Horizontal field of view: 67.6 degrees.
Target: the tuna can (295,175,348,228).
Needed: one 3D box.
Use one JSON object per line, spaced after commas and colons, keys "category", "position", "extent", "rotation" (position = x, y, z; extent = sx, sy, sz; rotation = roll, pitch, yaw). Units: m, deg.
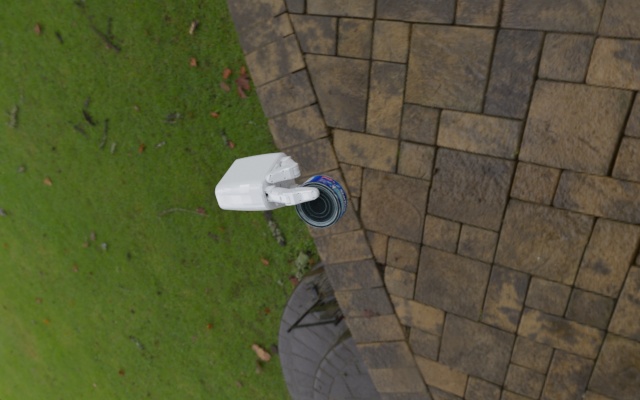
{"category": "tuna can", "position": [0.000, 0.003, 0.800], "extent": [0.086, 0.086, 0.033], "rotation": [0, 22, 24]}
